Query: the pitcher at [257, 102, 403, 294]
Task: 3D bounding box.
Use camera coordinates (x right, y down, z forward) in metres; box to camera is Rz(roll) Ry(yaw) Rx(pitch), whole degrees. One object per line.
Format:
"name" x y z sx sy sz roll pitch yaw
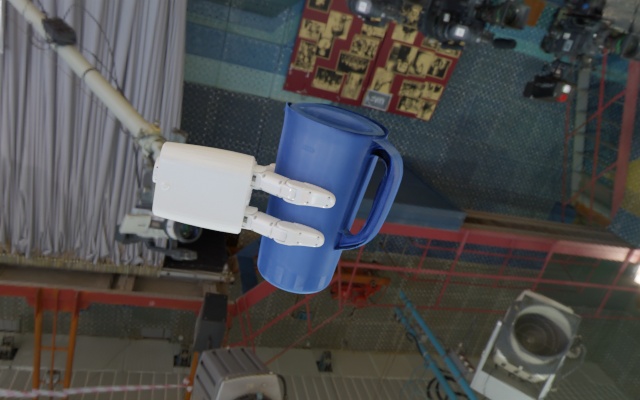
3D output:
"pitcher" 0.000 0.002 0.630 0.145 0.243 0.149 11 22 -12
